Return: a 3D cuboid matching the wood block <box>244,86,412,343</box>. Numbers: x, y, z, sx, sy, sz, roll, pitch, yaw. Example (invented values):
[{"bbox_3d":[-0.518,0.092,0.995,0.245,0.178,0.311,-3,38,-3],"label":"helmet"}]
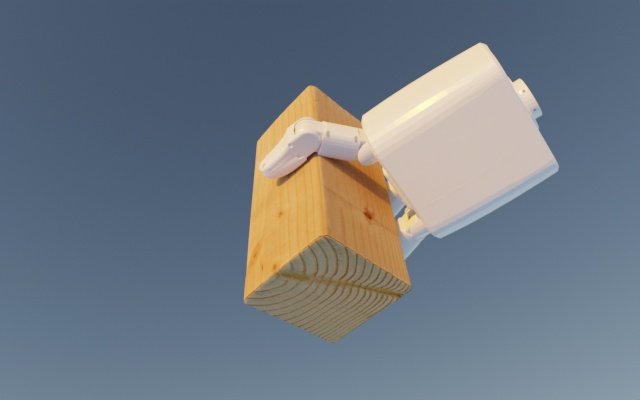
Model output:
[{"bbox_3d":[0.000,0.001,0.419,0.091,0.206,0.090,33,-59,-27],"label":"wood block"}]
